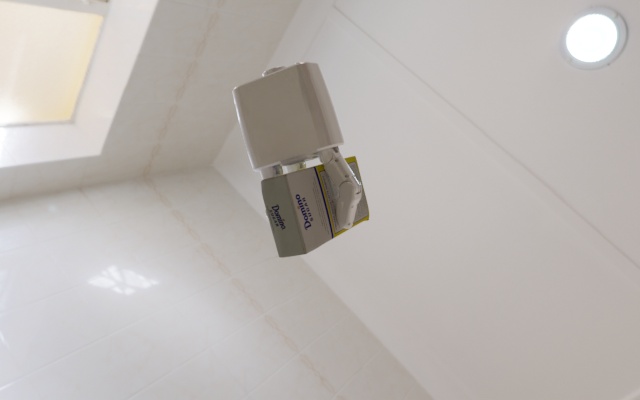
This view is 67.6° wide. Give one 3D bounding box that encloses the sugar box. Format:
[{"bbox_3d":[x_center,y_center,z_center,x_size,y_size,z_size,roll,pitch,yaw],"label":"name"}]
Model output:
[{"bbox_3d":[0.000,0.002,0.599,0.048,0.093,0.176,-12,5,34],"label":"sugar box"}]
